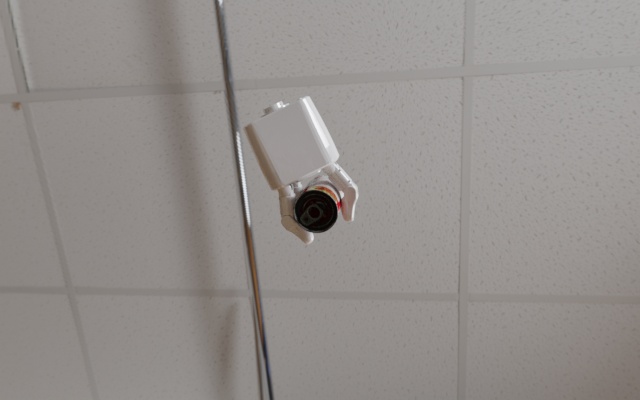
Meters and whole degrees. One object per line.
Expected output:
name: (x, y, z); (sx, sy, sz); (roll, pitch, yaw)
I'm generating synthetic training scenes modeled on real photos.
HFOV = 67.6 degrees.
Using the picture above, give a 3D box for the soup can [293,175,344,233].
soup can: (0.000, 0.003, 0.753); (0.068, 0.068, 0.102); (0, 17, 9)
